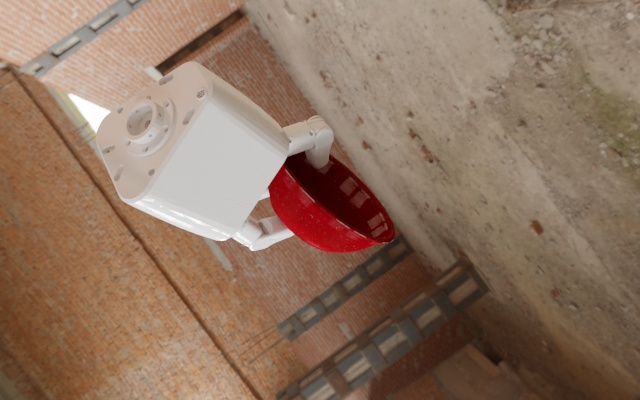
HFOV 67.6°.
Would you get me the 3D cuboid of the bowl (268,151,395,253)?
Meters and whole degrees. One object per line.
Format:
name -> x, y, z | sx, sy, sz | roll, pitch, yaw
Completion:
bowl -> 0.001, 0.002, 0.498 | 0.162, 0.055, 0.162 | 35, 20, -15
